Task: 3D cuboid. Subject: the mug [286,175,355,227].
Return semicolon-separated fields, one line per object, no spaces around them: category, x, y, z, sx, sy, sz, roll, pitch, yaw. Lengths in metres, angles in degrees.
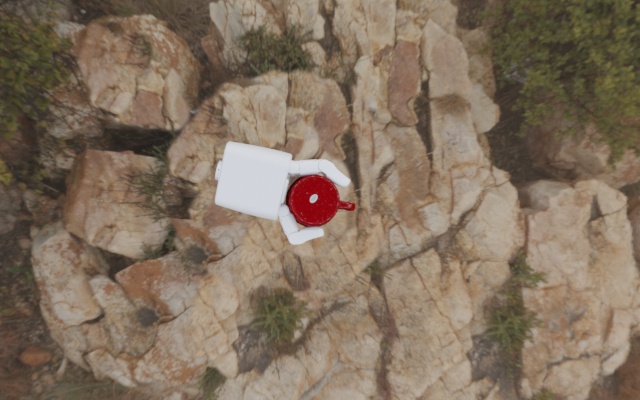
mug;0.002;0.003;0.794;0.117;0.093;0.081;12;-1;-4
